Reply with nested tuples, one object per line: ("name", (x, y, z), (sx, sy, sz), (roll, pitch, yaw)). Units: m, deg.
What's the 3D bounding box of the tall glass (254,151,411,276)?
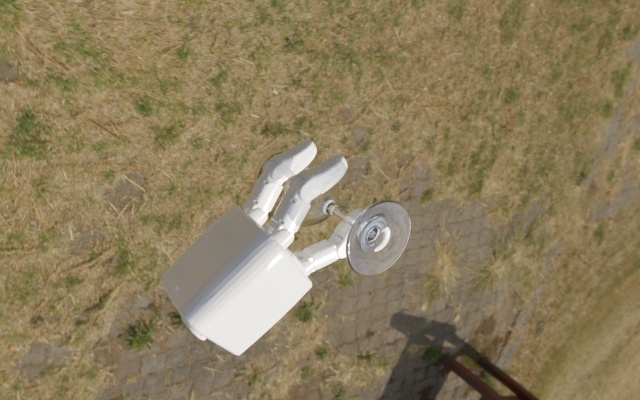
("tall glass", (0.001, 0.002, 0.508), (0.079, 0.079, 0.201), (0, 20, -35))
